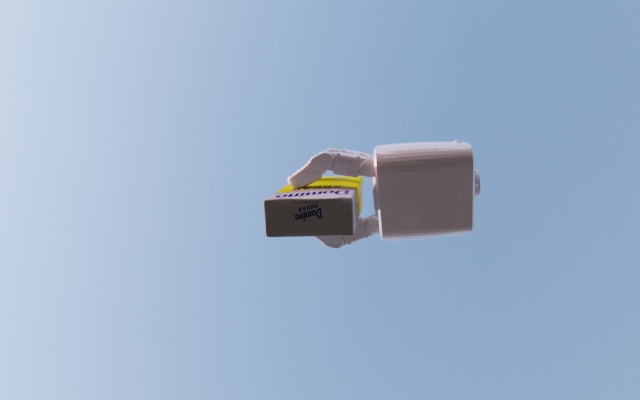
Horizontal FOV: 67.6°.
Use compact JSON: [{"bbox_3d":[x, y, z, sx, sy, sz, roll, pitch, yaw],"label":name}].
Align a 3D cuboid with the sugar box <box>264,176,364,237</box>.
[{"bbox_3d":[0.000,0.001,0.562,0.093,0.048,0.176,-2,8,8],"label":"sugar box"}]
